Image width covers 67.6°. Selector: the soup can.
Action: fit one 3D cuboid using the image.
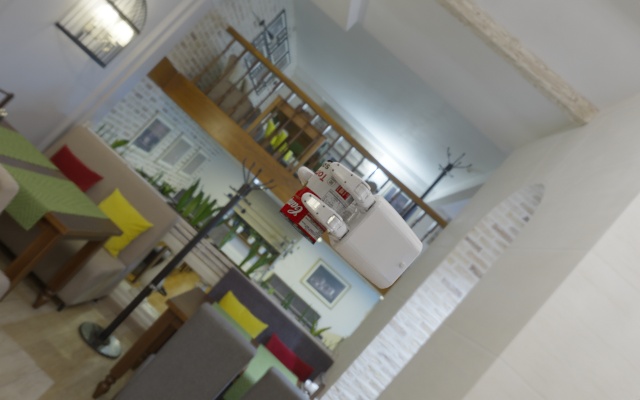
[{"bbox_3d":[0.000,0.002,0.665,0.068,0.102,0.068,43,-5,4],"label":"soup can"}]
